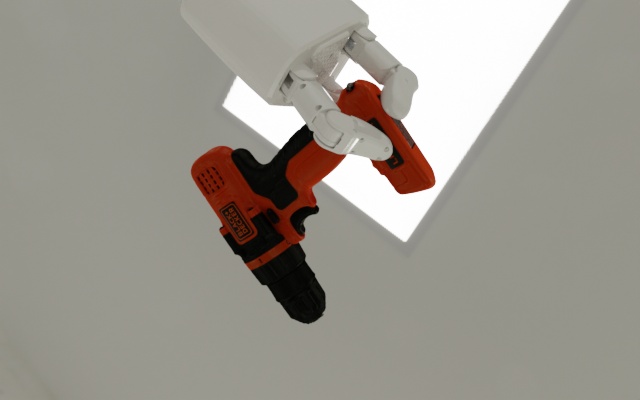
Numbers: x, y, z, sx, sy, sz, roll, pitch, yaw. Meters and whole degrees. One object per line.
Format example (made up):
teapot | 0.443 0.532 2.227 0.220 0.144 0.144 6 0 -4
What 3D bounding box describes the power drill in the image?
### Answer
power drill | 0.000 0.001 0.414 0.188 0.184 0.057 -32 7 19
